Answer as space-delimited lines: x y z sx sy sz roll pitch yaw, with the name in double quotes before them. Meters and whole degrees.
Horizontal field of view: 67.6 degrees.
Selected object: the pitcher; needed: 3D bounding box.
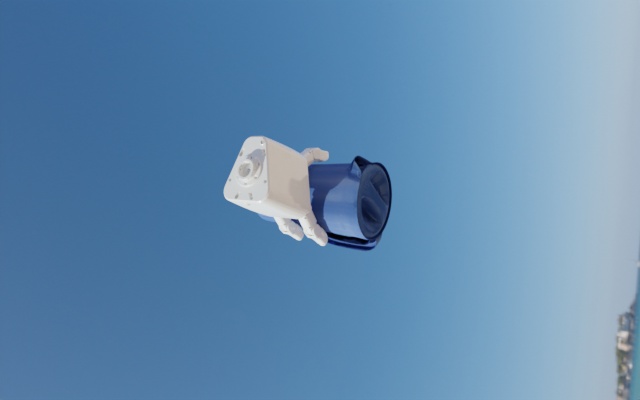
"pitcher" 0.000 0.003 0.874 0.243 0.149 0.145 5 -9 33
